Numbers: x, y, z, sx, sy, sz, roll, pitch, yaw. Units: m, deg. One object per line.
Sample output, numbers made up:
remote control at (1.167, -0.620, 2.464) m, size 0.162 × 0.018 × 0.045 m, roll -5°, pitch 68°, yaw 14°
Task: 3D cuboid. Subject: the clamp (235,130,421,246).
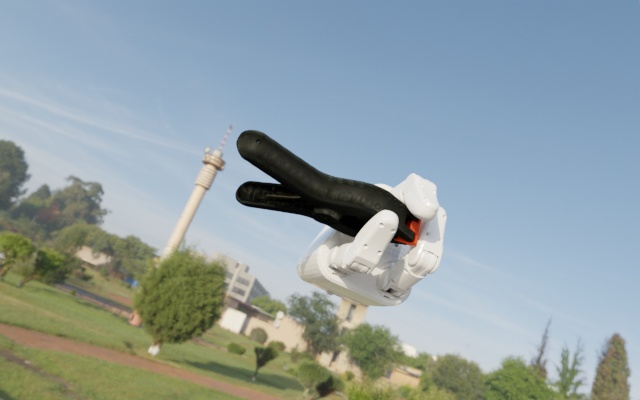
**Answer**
clamp at (0.000, 0.001, 0.417) m, size 0.171 × 0.039 × 0.120 m, roll 25°, pitch -18°, yaw -10°
